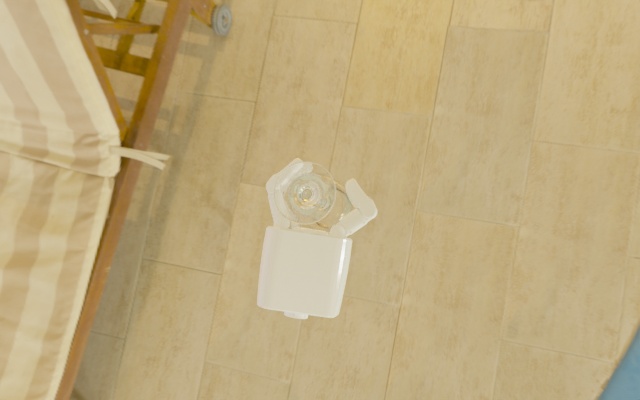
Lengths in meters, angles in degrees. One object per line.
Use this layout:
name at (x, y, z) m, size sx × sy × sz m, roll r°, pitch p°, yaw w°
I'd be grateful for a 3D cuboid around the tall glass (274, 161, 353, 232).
tall glass at (0.000, 0.002, 0.651) m, size 0.079 × 0.079 × 0.201 m, roll 0°, pitch -6°, yaw 11°
